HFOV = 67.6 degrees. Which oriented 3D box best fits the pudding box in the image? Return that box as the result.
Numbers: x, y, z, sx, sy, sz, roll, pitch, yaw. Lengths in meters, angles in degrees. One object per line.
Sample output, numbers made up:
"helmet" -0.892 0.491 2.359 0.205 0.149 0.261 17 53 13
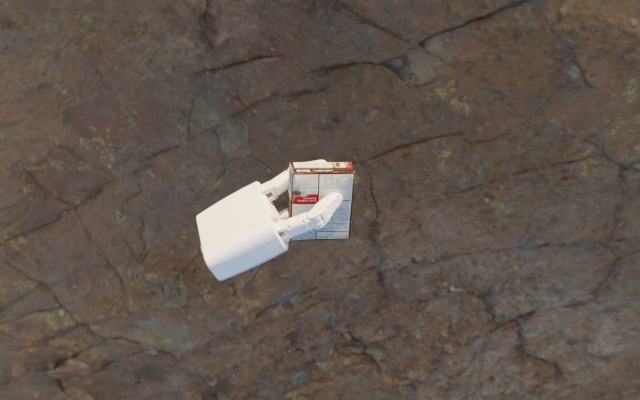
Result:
"pudding box" 0.000 0.002 0.682 0.090 0.114 0.039 -1 29 -9
